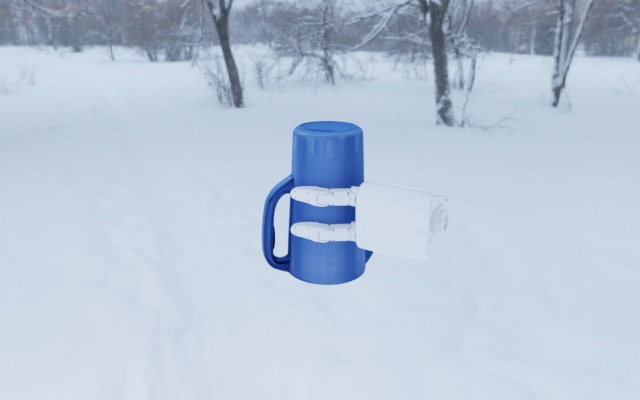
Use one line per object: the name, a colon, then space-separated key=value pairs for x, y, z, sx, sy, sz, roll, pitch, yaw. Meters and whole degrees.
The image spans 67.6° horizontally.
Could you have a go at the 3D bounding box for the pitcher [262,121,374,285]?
pitcher: x=0.000 y=0.002 z=0.756 sx=0.145 sy=0.243 sz=0.149 roll=10 pitch=21 yaw=27
